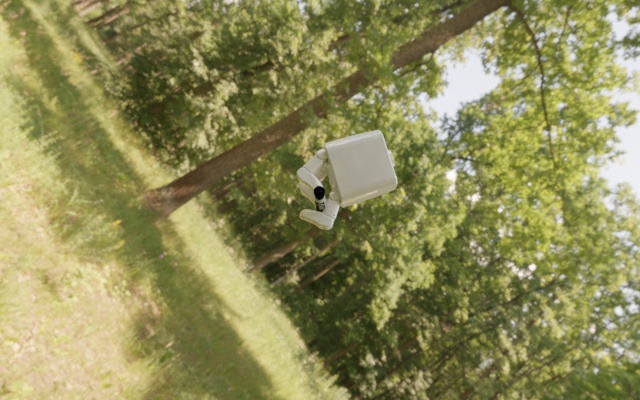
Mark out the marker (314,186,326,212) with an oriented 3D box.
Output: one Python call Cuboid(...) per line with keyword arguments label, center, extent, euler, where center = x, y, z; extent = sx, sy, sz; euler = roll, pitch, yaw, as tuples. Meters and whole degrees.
Cuboid(label="marker", center=(0.000, 0.003, 0.822), extent=(0.020, 0.020, 0.121), euler=(0, -19, 2))
